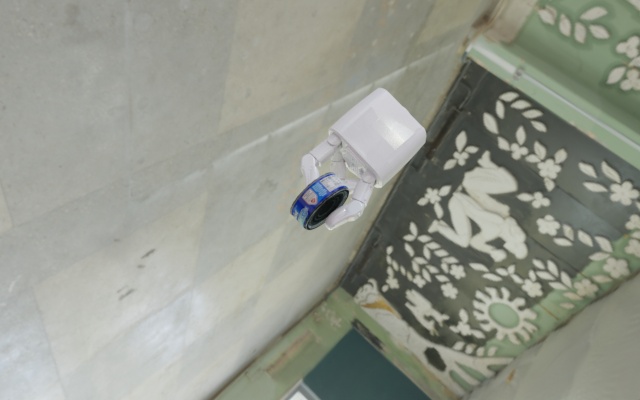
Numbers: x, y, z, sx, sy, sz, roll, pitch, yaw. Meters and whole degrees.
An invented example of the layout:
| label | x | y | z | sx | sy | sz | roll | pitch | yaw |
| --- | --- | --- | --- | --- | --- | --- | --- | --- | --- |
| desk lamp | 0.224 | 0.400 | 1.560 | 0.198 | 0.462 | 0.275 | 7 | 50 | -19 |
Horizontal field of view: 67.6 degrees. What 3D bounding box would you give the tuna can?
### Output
| label | x | y | z | sx | sy | sz | roll | pitch | yaw |
| --- | --- | --- | --- | --- | --- | --- | --- | --- | --- |
| tuna can | 0.000 | 0.003 | 0.678 | 0.033 | 0.086 | 0.086 | 47 | 18 | 18 |
